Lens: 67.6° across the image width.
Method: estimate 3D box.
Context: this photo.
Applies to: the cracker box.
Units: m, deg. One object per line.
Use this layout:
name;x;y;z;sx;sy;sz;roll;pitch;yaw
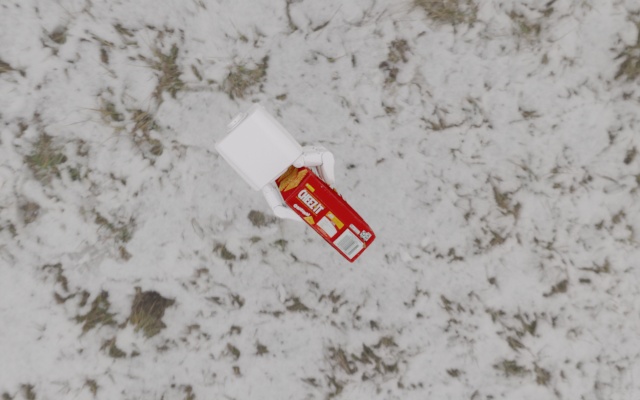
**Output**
cracker box;0.000;0.003;0.871;0.164;0.072;0.213;43;4;-19
